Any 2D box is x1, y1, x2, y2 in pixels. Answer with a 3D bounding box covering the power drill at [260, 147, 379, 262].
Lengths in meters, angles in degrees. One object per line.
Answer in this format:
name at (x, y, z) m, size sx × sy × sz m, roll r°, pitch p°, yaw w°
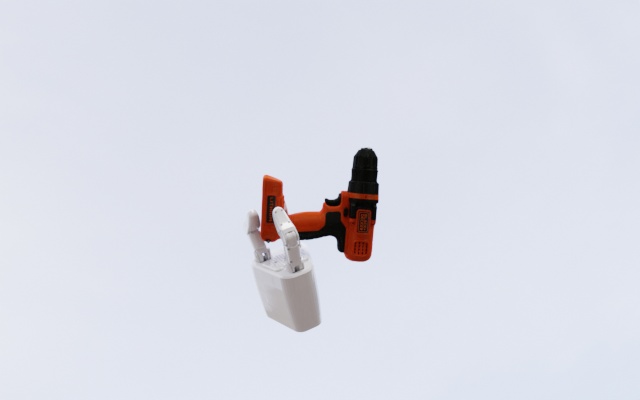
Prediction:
power drill at (0.000, 0.003, 0.759) m, size 0.187 × 0.184 × 0.057 m, roll 4°, pitch 1°, yaw -5°
